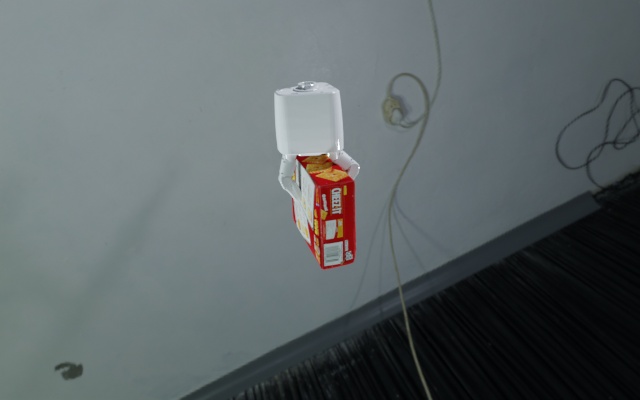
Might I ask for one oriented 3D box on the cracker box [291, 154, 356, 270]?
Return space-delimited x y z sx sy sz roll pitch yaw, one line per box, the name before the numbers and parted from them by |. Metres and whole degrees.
cracker box | 0.000 0.003 0.898 0.072 0.164 0.213 -9 26 -14
